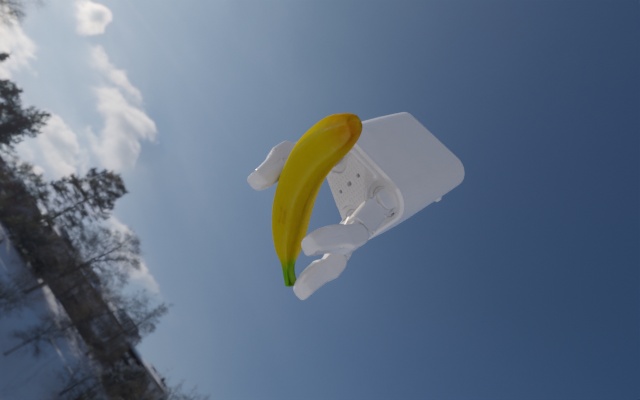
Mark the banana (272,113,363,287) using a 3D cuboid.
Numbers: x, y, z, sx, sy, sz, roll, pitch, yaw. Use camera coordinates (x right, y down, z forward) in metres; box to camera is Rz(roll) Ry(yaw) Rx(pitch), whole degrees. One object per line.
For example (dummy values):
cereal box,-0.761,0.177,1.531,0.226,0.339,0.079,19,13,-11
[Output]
banana,-0.010,-0.009,0.418,0.037,0.198,0.069,-14,52,-32
